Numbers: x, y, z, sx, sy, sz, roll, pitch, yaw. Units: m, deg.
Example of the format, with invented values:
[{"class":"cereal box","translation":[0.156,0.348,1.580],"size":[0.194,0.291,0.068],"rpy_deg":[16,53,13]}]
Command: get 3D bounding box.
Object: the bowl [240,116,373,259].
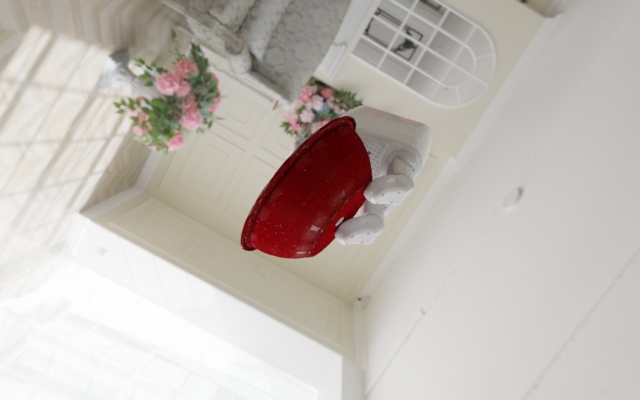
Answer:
[{"class":"bowl","translation":[0.000,0.002,0.450],"size":[0.055,0.162,0.162],"rpy_deg":[40,10,13]}]
